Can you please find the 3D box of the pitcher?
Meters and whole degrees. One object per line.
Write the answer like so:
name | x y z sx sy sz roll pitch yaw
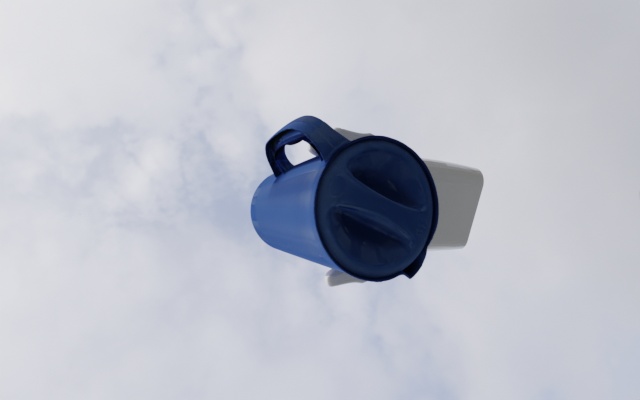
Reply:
pitcher | 0.000 0.002 0.533 0.145 0.149 0.243 5 -4 -26
